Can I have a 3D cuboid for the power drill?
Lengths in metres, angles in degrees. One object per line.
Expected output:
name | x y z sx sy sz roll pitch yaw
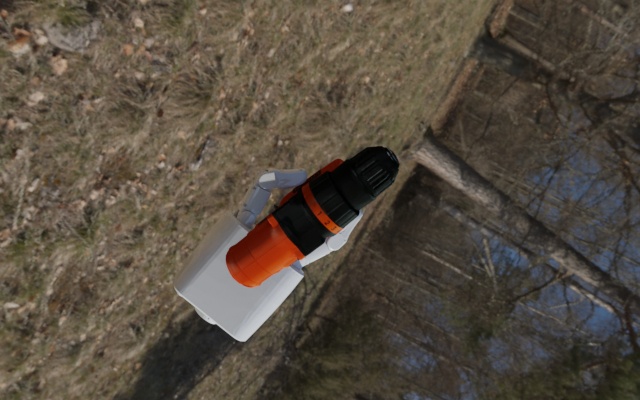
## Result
power drill | 0.000 0.002 0.495 0.184 0.057 0.187 -35 3 12
